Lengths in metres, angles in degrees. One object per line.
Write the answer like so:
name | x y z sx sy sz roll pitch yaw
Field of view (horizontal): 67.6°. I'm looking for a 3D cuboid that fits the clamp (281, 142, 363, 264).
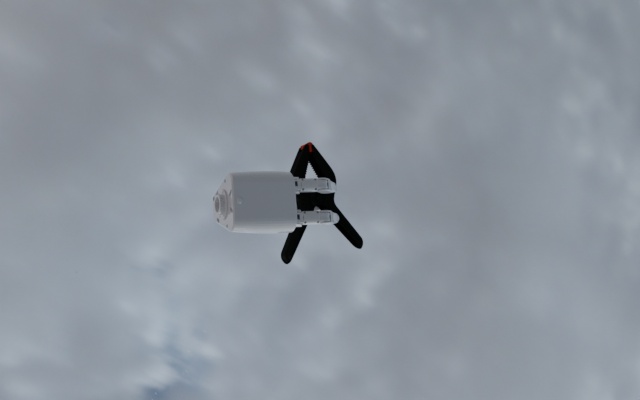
clamp | -0.001 0.002 0.848 0.164 0.210 0.036 0 -8 -32
